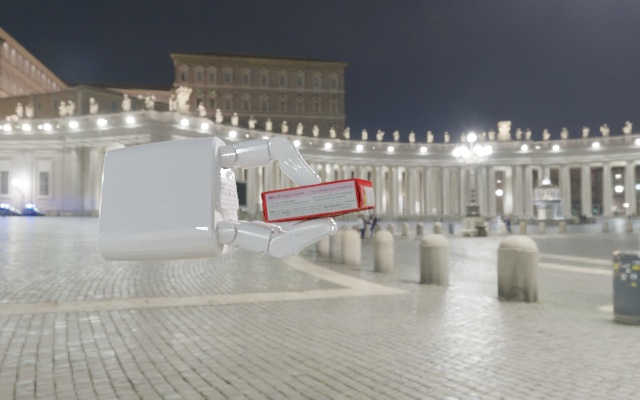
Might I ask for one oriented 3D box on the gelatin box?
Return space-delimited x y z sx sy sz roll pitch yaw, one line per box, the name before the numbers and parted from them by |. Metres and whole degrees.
gelatin box | 0.000 0.001 0.437 0.089 0.030 0.073 -9 -3 15
